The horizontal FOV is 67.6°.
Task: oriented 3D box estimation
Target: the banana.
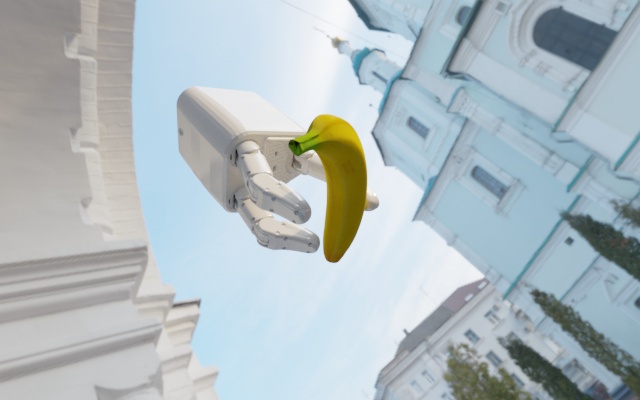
[{"bbox_3d":[0.013,-0.012,0.416,0.037,0.069,0.198,40,-18,29],"label":"banana"}]
